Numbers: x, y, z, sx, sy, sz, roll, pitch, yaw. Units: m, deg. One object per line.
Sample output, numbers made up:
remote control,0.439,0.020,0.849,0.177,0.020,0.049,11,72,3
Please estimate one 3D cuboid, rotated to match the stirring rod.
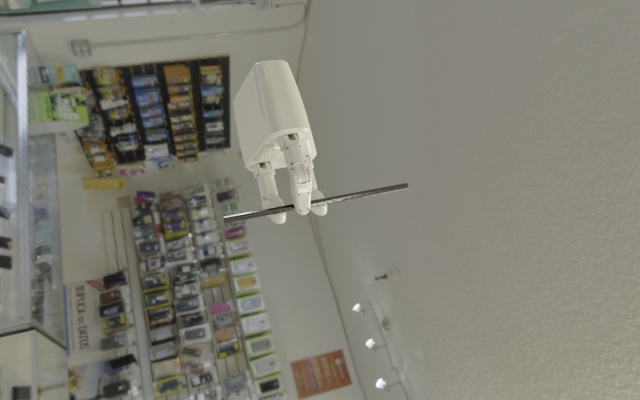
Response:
stirring rod,0.000,0.002,0.597,0.239,0.011,0.011,-11,3,-16
